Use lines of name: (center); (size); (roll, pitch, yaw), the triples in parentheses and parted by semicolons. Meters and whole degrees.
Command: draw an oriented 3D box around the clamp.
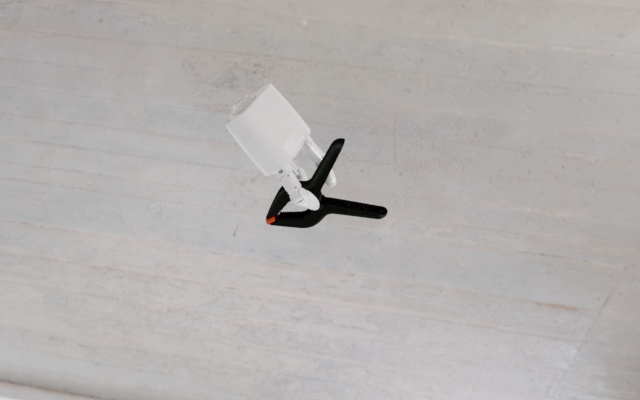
clamp: (-0.001, 0.003, 0.824); (0.210, 0.165, 0.036); (-29, 25, 26)
